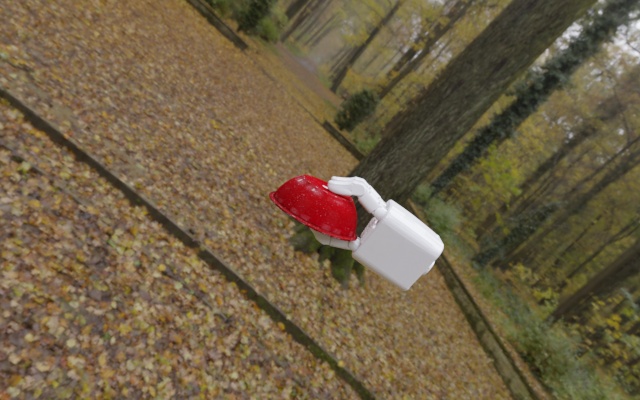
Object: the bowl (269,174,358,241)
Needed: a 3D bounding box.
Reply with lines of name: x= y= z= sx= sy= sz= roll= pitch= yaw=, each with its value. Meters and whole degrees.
bowl: x=-0.001 y=0.002 z=0.777 sx=0.162 sy=0.055 sz=0.162 roll=26 pitch=11 yaw=-5
